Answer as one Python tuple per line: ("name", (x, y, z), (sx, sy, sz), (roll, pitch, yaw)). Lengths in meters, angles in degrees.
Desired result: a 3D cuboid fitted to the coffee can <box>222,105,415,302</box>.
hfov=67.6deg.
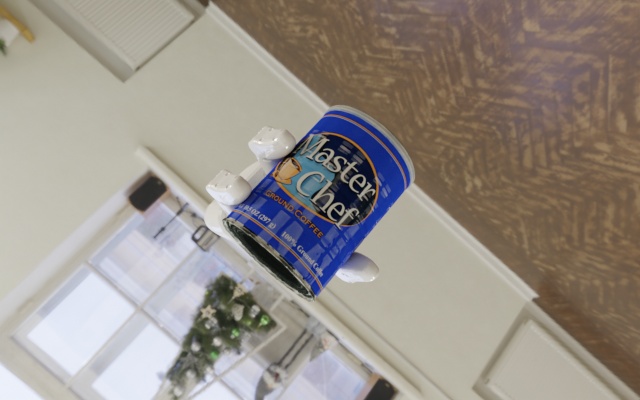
("coffee can", (0.000, 0.001, 0.417), (0.103, 0.140, 0.103), (37, -18, 14))
